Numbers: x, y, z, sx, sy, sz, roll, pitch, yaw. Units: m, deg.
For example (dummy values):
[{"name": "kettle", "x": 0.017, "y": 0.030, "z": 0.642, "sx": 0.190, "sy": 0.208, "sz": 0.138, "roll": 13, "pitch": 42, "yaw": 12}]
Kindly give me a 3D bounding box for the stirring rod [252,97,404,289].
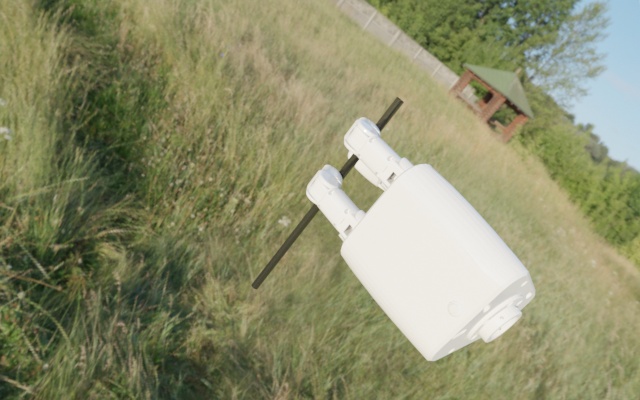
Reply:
[{"name": "stirring rod", "x": 0.000, "y": 0.002, "z": 0.456, "sx": 0.011, "sy": 0.239, "sz": 0.011, "roll": 32, "pitch": 22, "yaw": -15}]
